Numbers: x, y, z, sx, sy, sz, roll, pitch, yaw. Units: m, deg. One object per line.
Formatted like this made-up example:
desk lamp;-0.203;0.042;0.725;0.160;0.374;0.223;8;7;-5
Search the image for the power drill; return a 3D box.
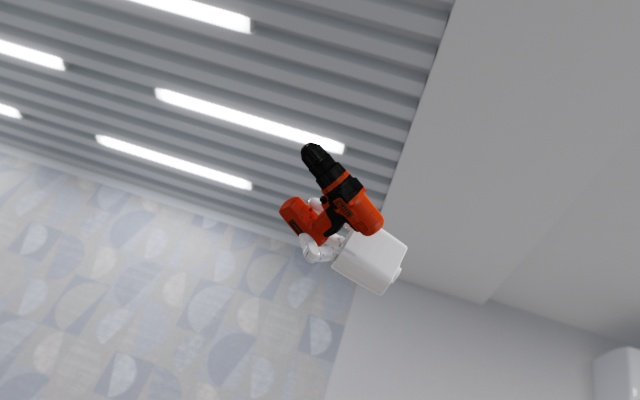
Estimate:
power drill;0.000;0.003;0.830;0.057;0.184;0.188;-42;5;-34
